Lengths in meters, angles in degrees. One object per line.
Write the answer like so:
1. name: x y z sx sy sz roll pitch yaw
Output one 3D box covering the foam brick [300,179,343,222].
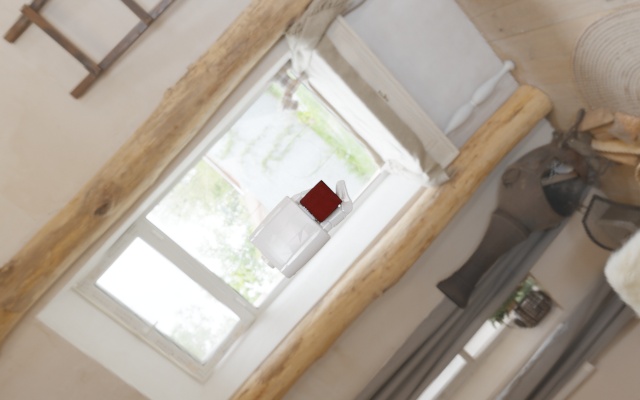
1. foam brick: 0.000 0.003 0.814 0.051 0.053 0.078 -45 -1 -3
